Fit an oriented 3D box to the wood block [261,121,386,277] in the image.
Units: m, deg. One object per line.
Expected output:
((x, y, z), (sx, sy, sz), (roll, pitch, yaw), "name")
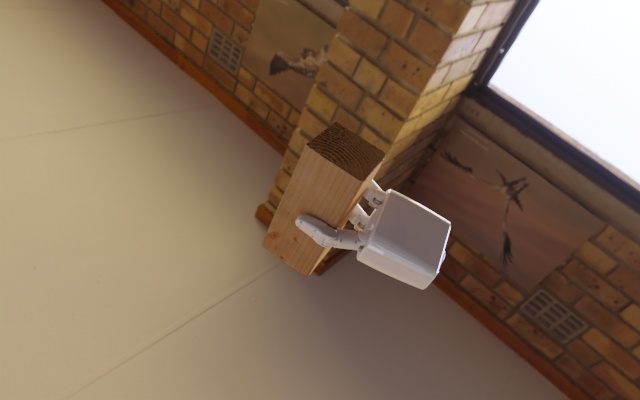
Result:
((0.000, 0.003, 0.696), (0.090, 0.206, 0.090), (34, 40, 8), "wood block")
